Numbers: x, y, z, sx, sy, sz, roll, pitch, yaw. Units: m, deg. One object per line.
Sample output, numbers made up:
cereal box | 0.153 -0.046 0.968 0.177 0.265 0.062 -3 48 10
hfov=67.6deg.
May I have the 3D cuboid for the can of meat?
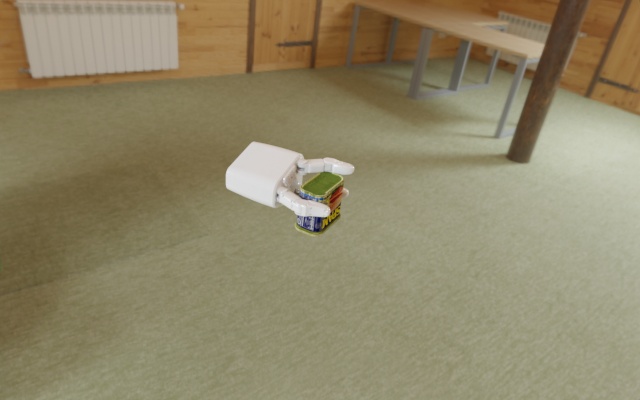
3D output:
can of meat | 0.000 0.003 0.871 0.057 0.084 0.102 21 33 23
